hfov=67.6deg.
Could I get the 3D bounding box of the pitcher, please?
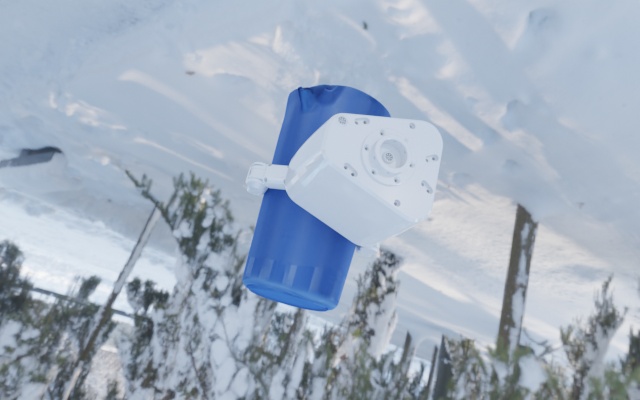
[{"bbox_3d":[0.000,0.002,0.562,0.149,0.242,0.145,20,-20,-14],"label":"pitcher"}]
